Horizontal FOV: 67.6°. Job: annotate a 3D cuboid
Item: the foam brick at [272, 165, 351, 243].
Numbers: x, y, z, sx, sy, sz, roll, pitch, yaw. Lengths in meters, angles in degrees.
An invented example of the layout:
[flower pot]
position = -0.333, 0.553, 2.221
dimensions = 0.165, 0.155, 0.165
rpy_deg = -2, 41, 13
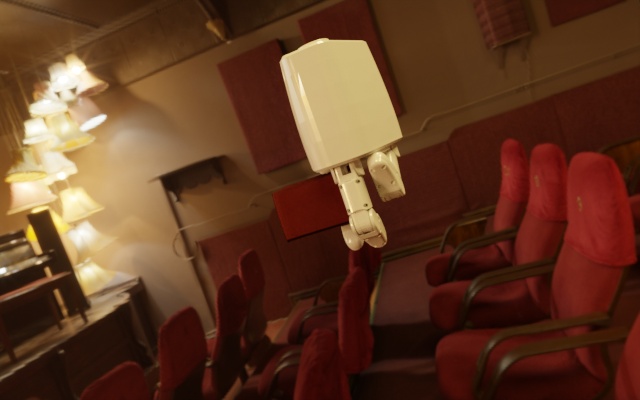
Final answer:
[foam brick]
position = 0.000, 0.002, 0.477
dimensions = 0.078, 0.051, 0.053
rpy_deg = -18, 7, 17
